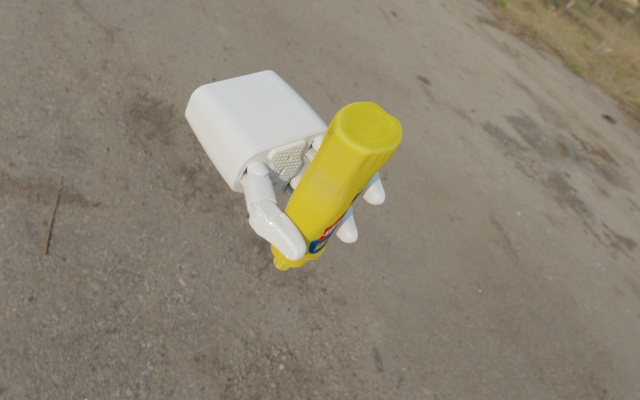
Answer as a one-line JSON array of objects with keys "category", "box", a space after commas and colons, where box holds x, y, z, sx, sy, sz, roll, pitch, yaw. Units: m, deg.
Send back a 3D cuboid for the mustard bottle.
[{"category": "mustard bottle", "box": [0.000, 0.002, 0.451, 0.058, 0.192, 0.096, 37, 35, 5]}]
